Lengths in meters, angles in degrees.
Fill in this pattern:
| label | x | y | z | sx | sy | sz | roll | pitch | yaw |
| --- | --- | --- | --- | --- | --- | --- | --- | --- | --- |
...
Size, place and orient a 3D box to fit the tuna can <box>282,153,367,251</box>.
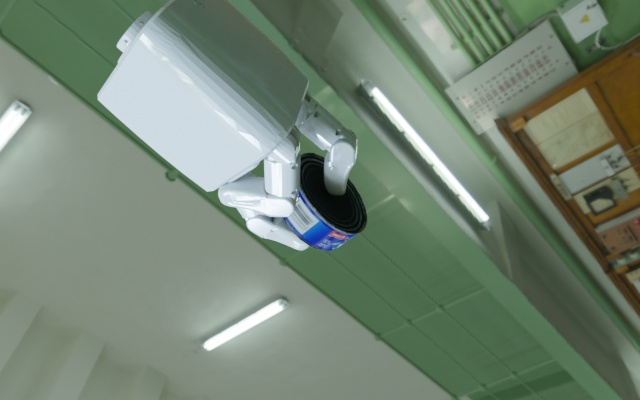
| label | x | y | z | sx | sy | sz | roll | pitch | yaw |
| --- | --- | --- | --- | --- | --- | --- | --- | --- | --- |
| tuna can | 0.000 | 0.002 | 0.427 | 0.034 | 0.086 | 0.086 | -39 | -22 | 30 |
